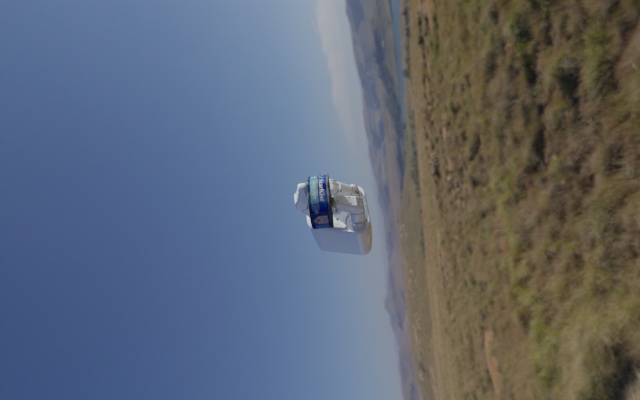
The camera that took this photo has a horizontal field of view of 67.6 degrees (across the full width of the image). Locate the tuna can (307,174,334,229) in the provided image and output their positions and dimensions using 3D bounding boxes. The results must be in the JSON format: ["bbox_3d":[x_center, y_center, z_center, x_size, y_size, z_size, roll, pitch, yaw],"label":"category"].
[{"bbox_3d":[0.000,0.002,0.757,0.034,0.086,0.086,-6,0,3],"label":"tuna can"}]
